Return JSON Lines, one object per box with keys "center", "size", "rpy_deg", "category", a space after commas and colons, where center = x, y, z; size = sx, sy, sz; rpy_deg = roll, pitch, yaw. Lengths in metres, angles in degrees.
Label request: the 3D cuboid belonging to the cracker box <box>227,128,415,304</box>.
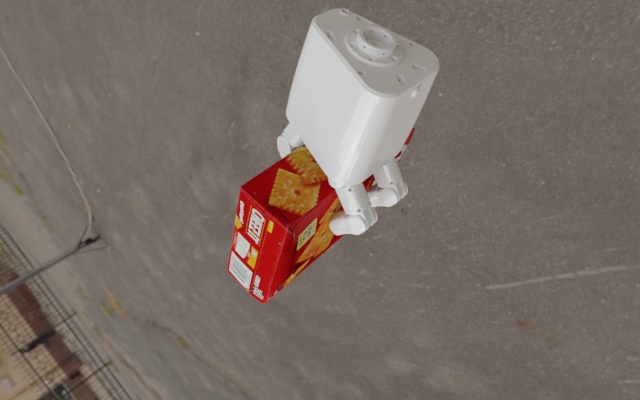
{"center": [0.000, 0.002, 0.542], "size": [0.213, 0.072, 0.164], "rpy_deg": [-37, -20, -35], "category": "cracker box"}
